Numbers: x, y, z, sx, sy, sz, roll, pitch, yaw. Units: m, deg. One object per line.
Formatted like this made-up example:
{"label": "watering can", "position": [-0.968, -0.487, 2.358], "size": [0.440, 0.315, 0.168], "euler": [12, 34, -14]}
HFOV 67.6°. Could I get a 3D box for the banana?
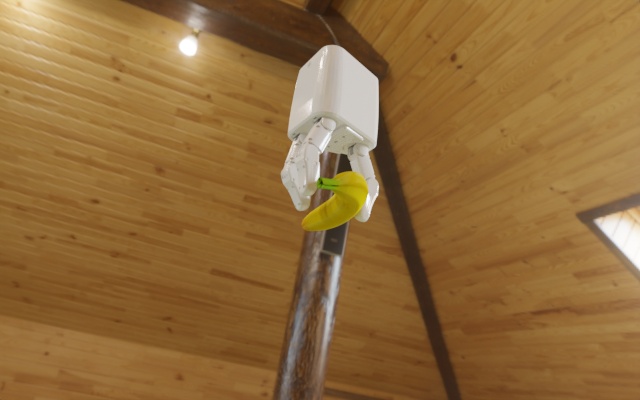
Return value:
{"label": "banana", "position": [0.019, 0.002, 0.592], "size": [0.069, 0.037, 0.198], "euler": [3, -19, -6]}
